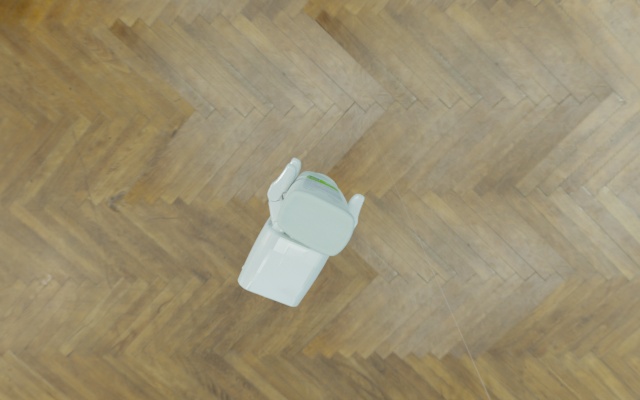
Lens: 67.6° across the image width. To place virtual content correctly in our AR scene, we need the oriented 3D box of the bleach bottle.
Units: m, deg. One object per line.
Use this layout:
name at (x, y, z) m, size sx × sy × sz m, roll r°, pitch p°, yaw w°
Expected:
bleach bottle at (0.000, 0.002, 0.733) m, size 0.102 × 0.068 × 0.250 m, roll 28°, pitch 13°, yaw -2°
